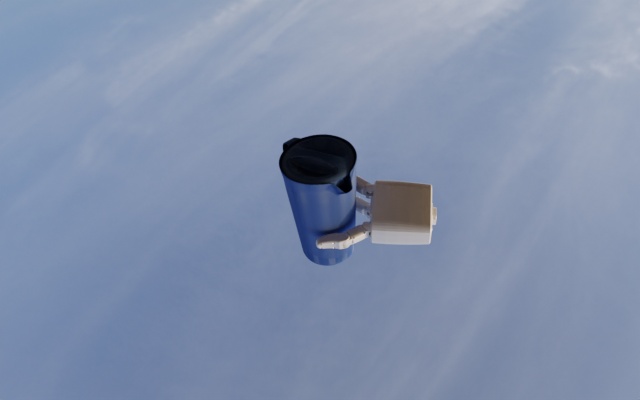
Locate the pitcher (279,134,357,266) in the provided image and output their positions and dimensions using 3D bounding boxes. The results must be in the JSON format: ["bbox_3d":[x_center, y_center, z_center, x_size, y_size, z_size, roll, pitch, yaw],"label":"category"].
[{"bbox_3d":[0.000,0.003,0.891,0.145,0.149,0.243,2,-45,9],"label":"pitcher"}]
